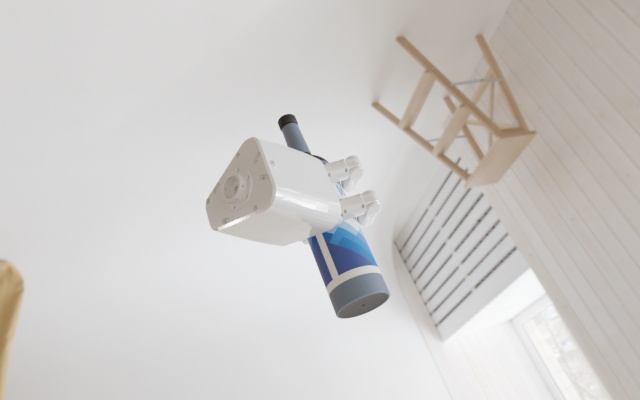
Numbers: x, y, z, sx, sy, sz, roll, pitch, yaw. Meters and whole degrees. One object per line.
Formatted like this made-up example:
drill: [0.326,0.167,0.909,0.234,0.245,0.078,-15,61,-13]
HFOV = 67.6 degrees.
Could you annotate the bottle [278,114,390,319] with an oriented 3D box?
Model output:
bottle: [0.000,0.002,0.615,0.069,0.295,0.069,-17,-30,-10]
